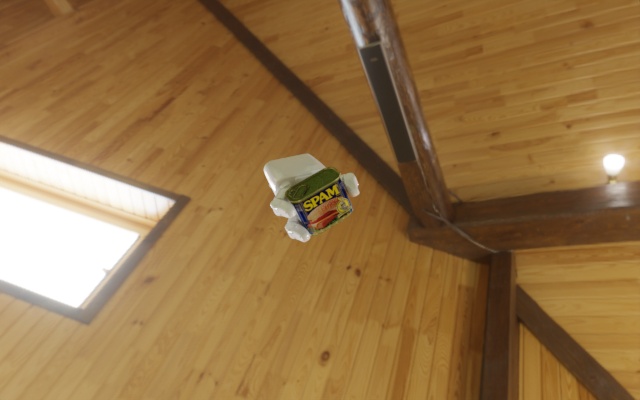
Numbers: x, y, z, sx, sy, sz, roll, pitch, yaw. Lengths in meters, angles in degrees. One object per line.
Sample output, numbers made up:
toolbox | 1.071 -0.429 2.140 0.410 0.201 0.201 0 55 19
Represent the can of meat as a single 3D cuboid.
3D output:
can of meat | 0.000 0.003 0.852 0.102 0.084 0.057 -30 32 -9
